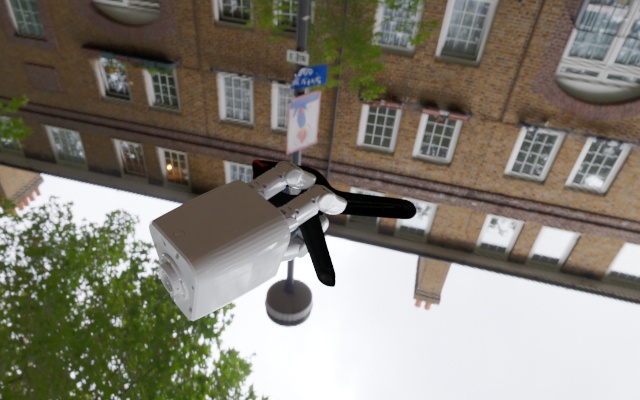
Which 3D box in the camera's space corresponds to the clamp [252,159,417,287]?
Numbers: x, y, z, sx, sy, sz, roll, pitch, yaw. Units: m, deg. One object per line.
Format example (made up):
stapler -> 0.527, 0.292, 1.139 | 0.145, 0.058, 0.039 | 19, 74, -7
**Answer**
clamp -> -0.001, 0.002, 0.581 | 0.164, 0.036, 0.210 | -27, 49, -33
